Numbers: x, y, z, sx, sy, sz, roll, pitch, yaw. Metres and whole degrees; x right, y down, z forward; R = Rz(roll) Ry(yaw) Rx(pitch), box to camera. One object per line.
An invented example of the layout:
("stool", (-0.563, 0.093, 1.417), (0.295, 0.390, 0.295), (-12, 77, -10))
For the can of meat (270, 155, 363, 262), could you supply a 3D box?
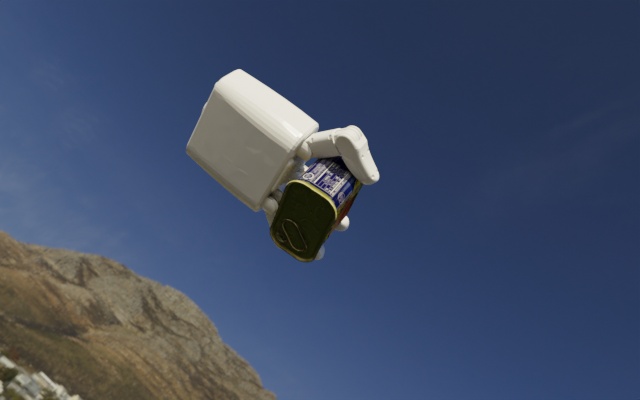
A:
("can of meat", (0.000, 0.001, 0.499), (0.057, 0.102, 0.084), (34, 46, 9))
